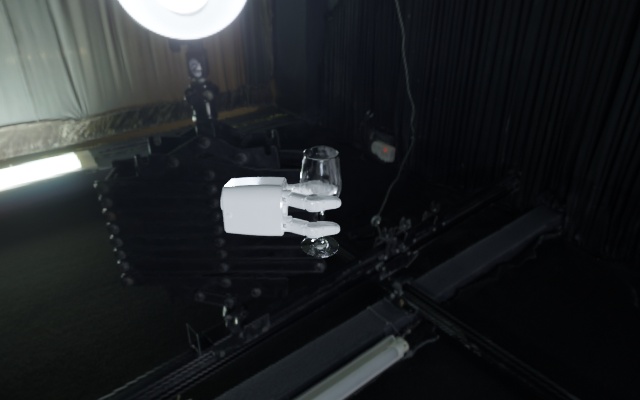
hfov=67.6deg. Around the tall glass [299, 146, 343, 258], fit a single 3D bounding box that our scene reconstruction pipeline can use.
[{"bbox_3d":[0.000,0.003,0.880,0.079,0.201,0.079,1,30,0],"label":"tall glass"}]
